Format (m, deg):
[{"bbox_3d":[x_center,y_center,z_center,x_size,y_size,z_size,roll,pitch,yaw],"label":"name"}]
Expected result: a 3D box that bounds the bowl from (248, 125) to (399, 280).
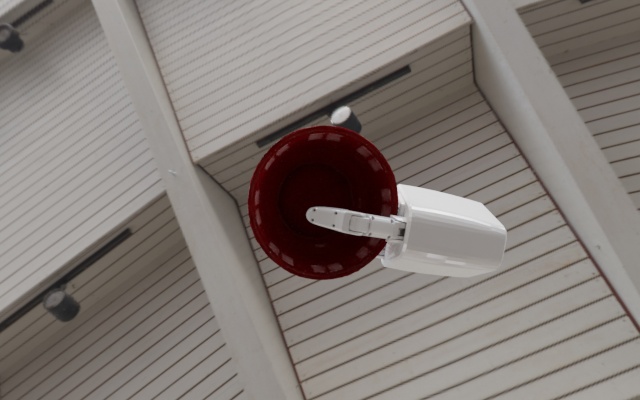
[{"bbox_3d":[-0.001,0.001,0.521,0.162,0.162,0.055,0,4,-12],"label":"bowl"}]
